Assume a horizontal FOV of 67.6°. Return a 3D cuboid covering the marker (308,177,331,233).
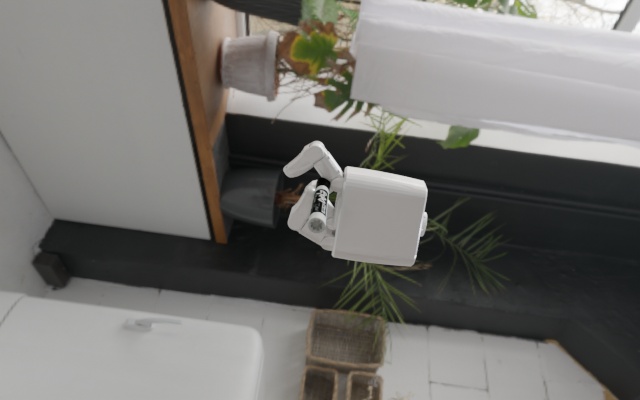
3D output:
[{"bbox_3d":[0.000,0.002,0.556,0.020,0.020,0.121,0,24,4],"label":"marker"}]
